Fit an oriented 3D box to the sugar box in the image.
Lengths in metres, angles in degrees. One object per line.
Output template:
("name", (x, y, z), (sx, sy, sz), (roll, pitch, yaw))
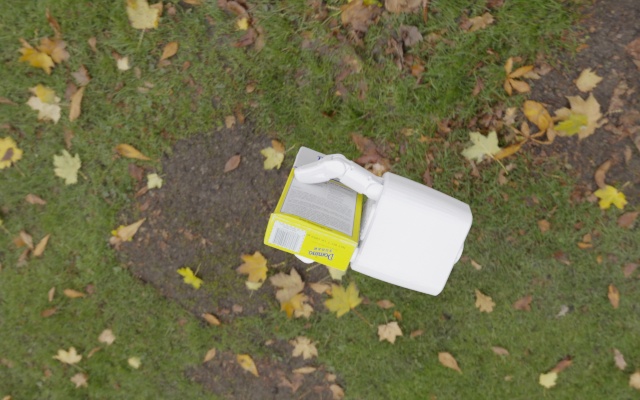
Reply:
("sugar box", (0.000, 0.002, 0.560), (0.093, 0.048, 0.176), (20, 27, -2))
